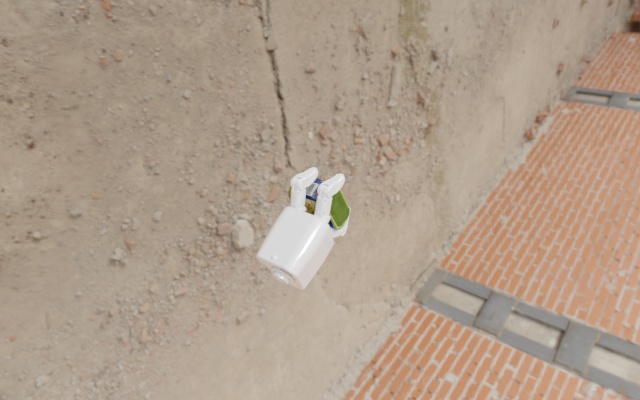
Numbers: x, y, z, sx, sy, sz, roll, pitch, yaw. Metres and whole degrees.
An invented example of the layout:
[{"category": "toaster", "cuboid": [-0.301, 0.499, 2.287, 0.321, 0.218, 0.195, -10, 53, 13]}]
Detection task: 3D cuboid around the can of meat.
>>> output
[{"category": "can of meat", "cuboid": [0.000, 0.003, 0.888, 0.084, 0.057, 0.102, 19, -26, 34]}]
